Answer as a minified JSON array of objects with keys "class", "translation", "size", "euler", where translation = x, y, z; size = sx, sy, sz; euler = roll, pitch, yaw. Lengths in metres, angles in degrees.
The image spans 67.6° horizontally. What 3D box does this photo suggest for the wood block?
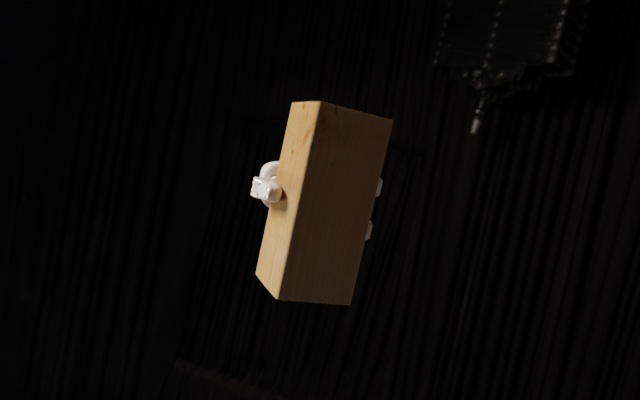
[{"class":"wood block","translation":[0.000,0.001,0.534],"size":[0.091,0.206,0.090],"euler":[10,6,-24]}]
